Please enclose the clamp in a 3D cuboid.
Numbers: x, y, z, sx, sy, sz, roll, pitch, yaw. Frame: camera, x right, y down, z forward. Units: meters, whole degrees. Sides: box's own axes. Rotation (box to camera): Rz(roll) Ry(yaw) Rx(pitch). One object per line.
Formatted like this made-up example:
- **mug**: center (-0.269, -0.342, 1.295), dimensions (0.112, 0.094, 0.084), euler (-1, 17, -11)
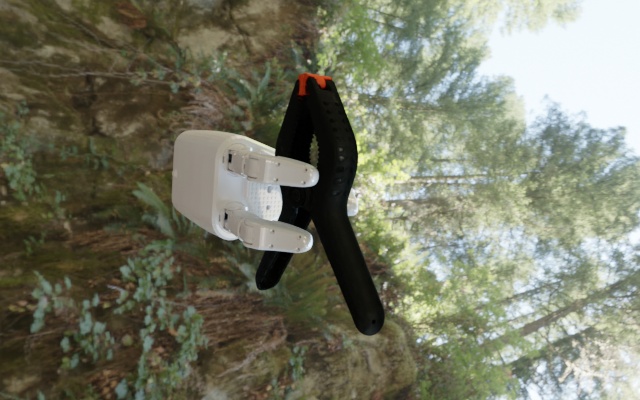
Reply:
- **clamp**: center (0.001, 0.001, 0.404), dimensions (0.036, 0.210, 0.164), euler (-3, 13, -40)
